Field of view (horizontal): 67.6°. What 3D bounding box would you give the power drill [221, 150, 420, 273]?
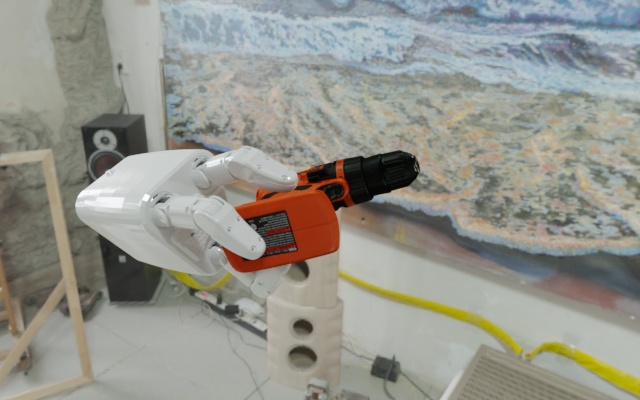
[{"bbox_3d":[0.000,0.002,0.458,0.184,0.057,0.187,-15,9,18],"label":"power drill"}]
